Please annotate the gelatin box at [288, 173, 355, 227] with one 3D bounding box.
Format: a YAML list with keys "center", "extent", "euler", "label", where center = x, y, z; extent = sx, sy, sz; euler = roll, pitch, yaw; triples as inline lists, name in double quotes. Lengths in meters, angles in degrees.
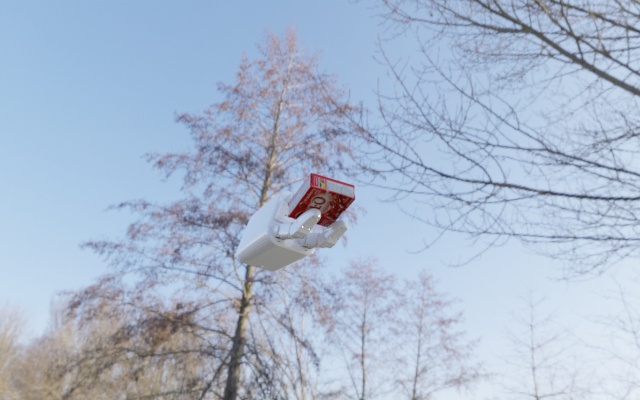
- center: [0.000, 0.002, 0.720]
  extent: [0.073, 0.030, 0.089]
  euler: [16, -39, -21]
  label: "gelatin box"
